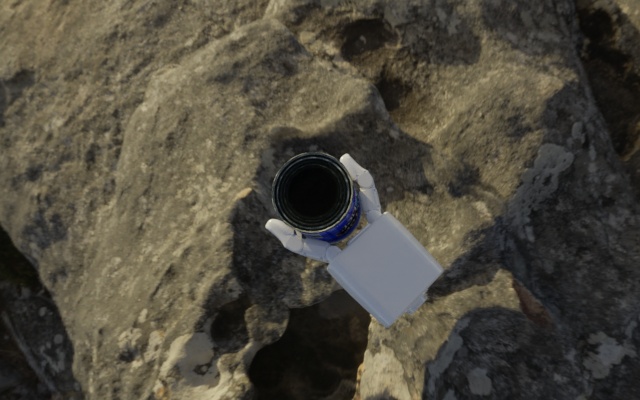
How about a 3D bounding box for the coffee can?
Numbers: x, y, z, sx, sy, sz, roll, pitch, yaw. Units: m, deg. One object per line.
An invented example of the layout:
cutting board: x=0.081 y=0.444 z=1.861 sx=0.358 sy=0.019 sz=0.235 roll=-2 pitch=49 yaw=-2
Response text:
coffee can: x=0.000 y=0.002 z=0.651 sx=0.103 sy=0.103 sz=0.140 roll=0 pitch=-10 yaw=9
